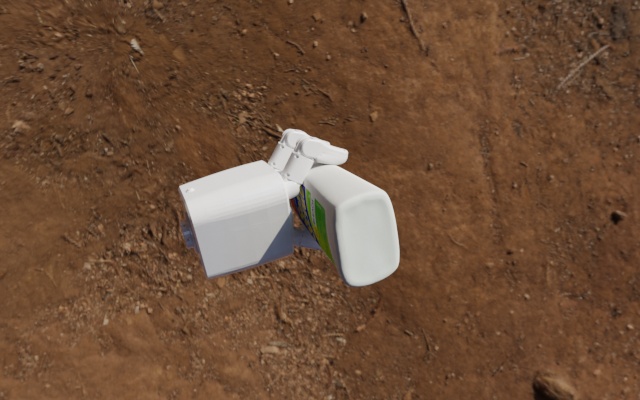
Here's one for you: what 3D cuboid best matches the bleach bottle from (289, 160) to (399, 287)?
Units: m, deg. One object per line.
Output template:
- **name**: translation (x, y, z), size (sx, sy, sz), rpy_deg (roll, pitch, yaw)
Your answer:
- **bleach bottle**: translation (0.000, 0.002, 0.569), size (0.068, 0.103, 0.250), rpy_deg (-17, 22, -17)
